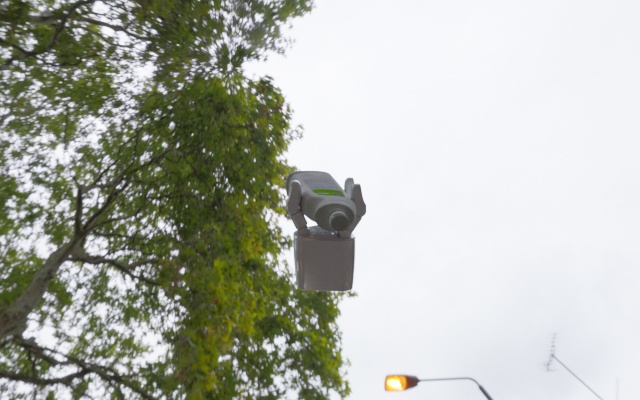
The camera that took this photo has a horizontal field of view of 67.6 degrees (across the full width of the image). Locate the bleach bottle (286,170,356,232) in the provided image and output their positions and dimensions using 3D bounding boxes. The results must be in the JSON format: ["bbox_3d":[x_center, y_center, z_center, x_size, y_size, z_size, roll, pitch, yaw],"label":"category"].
[{"bbox_3d":[0.000,0.003,0.873,0.102,0.068,0.250,-2,16,-10],"label":"bleach bottle"}]
